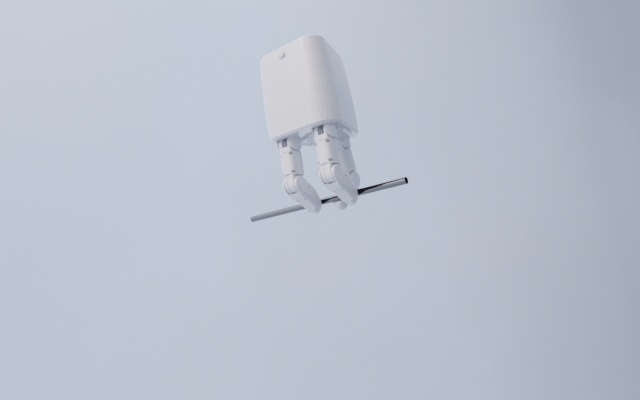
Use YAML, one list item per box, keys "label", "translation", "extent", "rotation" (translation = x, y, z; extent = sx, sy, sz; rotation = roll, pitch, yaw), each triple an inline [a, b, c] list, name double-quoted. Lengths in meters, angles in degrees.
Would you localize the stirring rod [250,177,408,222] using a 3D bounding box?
- label: "stirring rod"
  translation: [0.000, 0.002, 0.598]
  extent: [0.239, 0.011, 0.011]
  rotation: [-14, -8, 35]
